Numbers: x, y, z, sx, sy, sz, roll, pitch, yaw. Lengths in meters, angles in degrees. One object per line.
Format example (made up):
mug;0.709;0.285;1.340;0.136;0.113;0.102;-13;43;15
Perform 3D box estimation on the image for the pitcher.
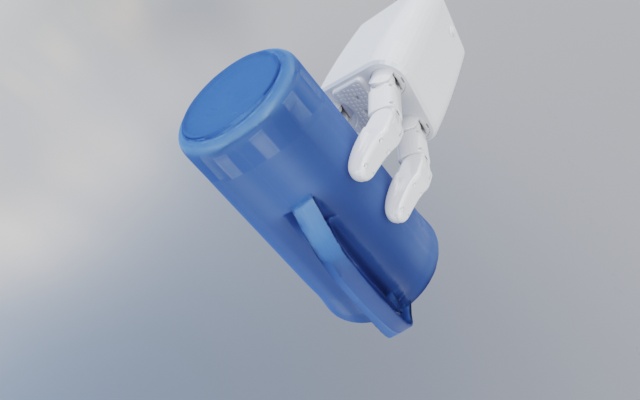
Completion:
pitcher;0.000;0.001;0.407;0.149;0.145;0.243;5;-33;43
